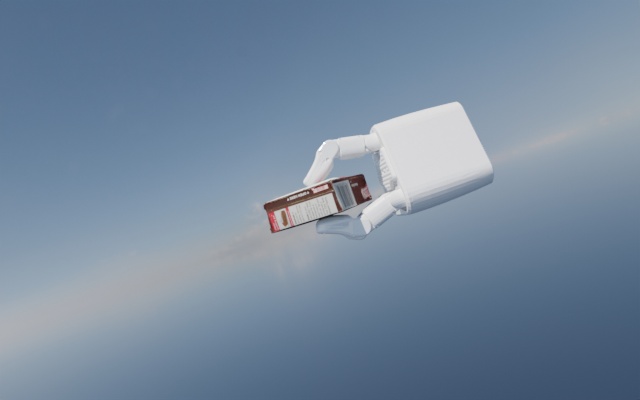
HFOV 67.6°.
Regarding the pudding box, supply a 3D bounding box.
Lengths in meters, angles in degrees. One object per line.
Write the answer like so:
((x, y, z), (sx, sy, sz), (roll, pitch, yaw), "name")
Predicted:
((0.000, 0.002, 0.555), (0.090, 0.039, 0.113), (-19, -3, 23), "pudding box")
